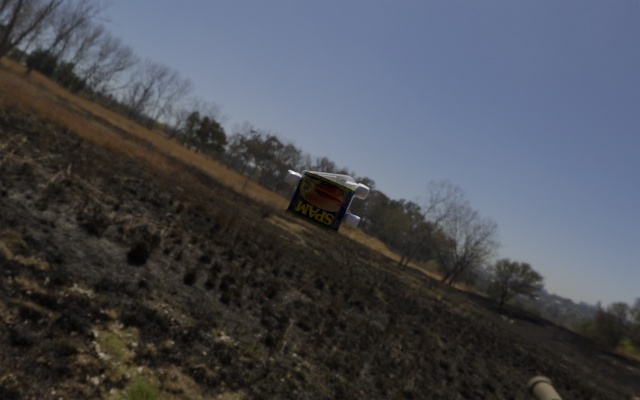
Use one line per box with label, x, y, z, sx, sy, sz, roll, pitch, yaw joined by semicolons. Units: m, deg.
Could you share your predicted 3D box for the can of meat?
can of meat;0.000;0.002;0.846;0.102;0.084;0.057;24;-1;6
